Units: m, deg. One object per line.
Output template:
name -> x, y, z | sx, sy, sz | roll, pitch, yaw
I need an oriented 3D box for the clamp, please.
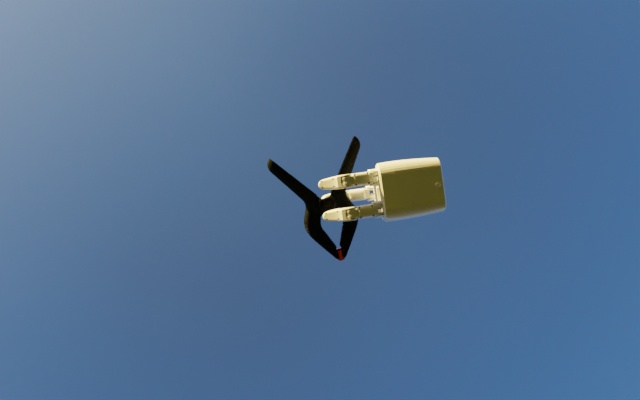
clamp -> 0.000, 0.003, 0.833 | 0.164, 0.210, 0.036 | -8, 3, 1
